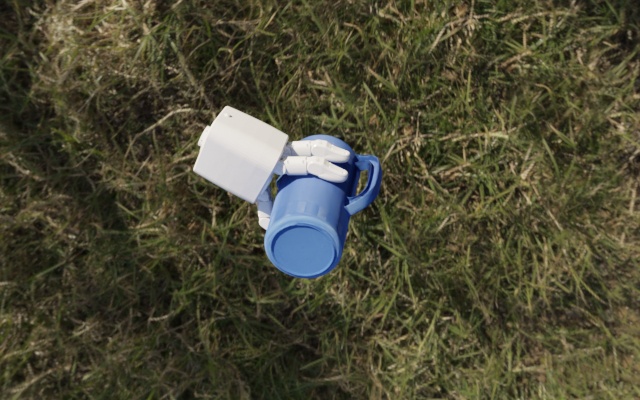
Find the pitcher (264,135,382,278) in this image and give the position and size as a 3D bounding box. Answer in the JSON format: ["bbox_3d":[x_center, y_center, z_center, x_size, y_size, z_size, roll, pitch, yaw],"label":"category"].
[{"bbox_3d":[0.000,0.002,0.737,0.145,0.149,0.242,27,31,-9],"label":"pitcher"}]
